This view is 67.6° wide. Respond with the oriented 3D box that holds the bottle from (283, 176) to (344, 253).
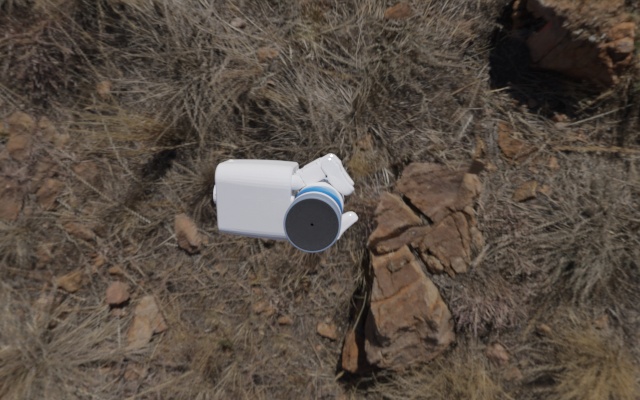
[{"bbox_3d":[0.000,0.002,0.688,0.069,0.069,0.295,0,10,4],"label":"bottle"}]
